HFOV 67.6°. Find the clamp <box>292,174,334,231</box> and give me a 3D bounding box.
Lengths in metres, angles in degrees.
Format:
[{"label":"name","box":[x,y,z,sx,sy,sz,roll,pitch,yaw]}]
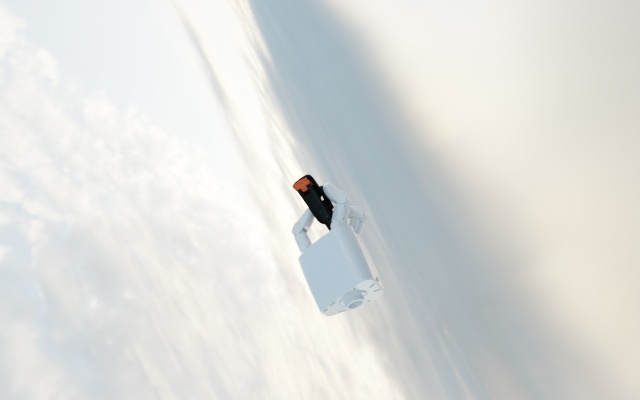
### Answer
[{"label":"clamp","box":[-0.001,0.003,0.851,0.036,0.164,0.210,-30,-35,8]}]
